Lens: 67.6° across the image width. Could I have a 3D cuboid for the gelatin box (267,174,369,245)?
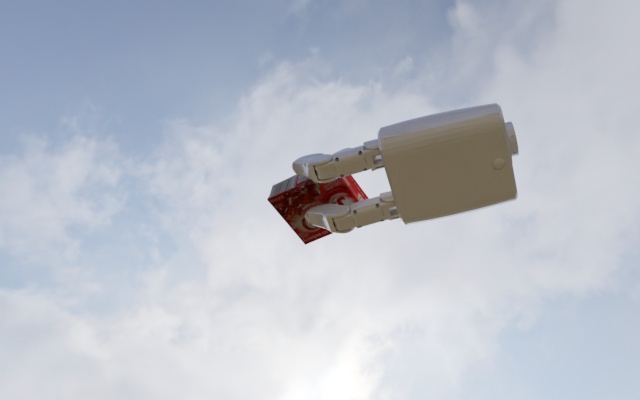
[{"bbox_3d":[0.000,0.002,0.512,0.089,0.073,0.030,-23,30,27],"label":"gelatin box"}]
